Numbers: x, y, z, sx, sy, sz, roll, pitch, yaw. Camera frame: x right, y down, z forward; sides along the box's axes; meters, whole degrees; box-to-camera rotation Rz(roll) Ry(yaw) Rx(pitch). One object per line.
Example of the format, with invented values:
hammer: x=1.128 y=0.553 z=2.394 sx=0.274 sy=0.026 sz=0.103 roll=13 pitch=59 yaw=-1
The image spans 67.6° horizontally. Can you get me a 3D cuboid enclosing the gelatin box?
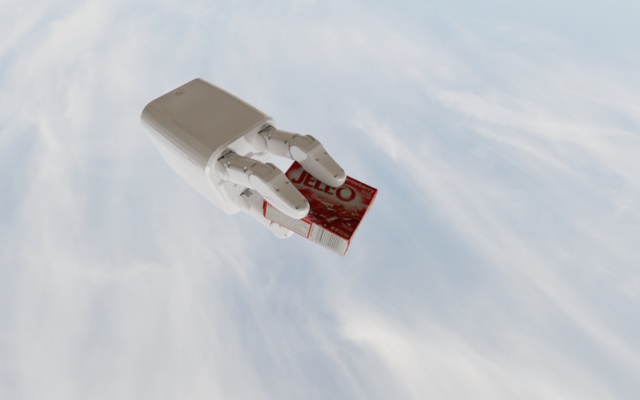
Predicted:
gelatin box: x=0.000 y=0.002 z=0.458 sx=0.089 sy=0.073 sz=0.030 roll=26 pitch=-40 yaw=9
